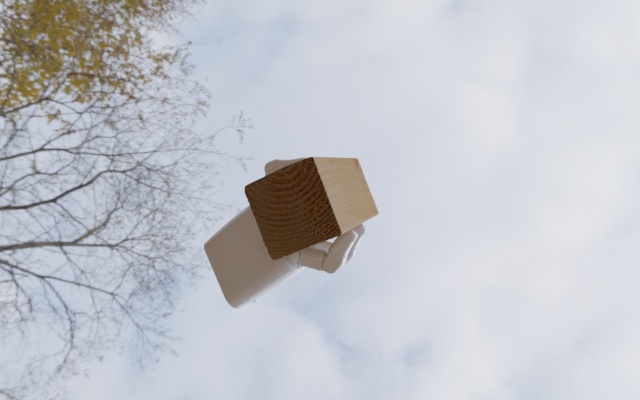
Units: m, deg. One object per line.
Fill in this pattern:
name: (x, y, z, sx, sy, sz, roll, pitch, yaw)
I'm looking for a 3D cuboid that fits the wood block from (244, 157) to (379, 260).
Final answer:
wood block: (0.000, 0.002, 0.606, 0.090, 0.091, 0.206, -22, -2, 18)
